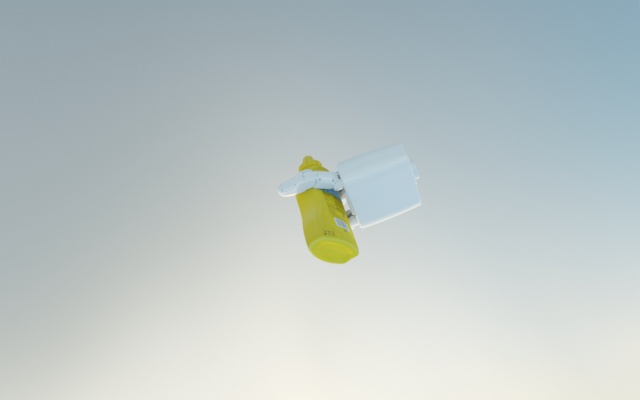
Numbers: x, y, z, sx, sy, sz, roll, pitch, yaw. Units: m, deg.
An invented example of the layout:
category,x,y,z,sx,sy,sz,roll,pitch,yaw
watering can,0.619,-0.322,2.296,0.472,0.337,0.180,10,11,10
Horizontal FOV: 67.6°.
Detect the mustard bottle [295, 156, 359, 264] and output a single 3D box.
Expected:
category,x,y,z,sx,sy,sz,roll,pitch,yaw
mustard bottle,0.000,0.003,0.755,0.058,0.191,0.096,-36,-41,25
